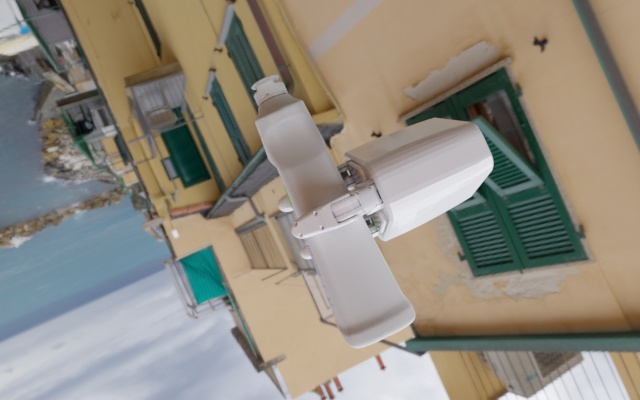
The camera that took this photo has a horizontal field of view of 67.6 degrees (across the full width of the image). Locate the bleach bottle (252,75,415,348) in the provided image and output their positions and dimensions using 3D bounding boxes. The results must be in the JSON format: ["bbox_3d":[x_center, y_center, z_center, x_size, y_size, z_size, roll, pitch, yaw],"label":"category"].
[{"bbox_3d":[0.000,0.002,0.443,0.068,0.251,0.102,-25,0,-5],"label":"bleach bottle"}]
